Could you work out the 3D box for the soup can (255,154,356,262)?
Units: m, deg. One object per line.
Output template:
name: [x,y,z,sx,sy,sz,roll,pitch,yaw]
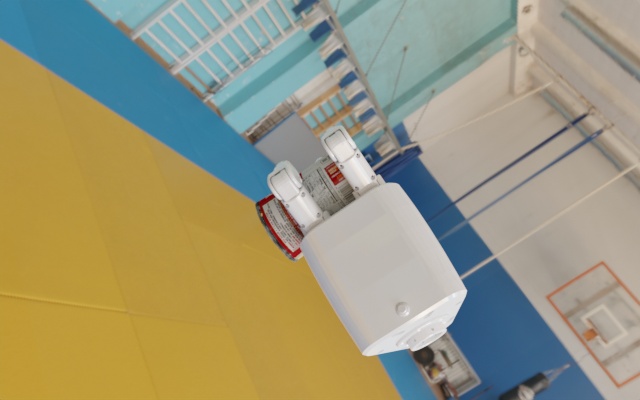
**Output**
soup can: [0.000,0.001,0.445,0.102,0.068,0.068,-34,-5,7]
